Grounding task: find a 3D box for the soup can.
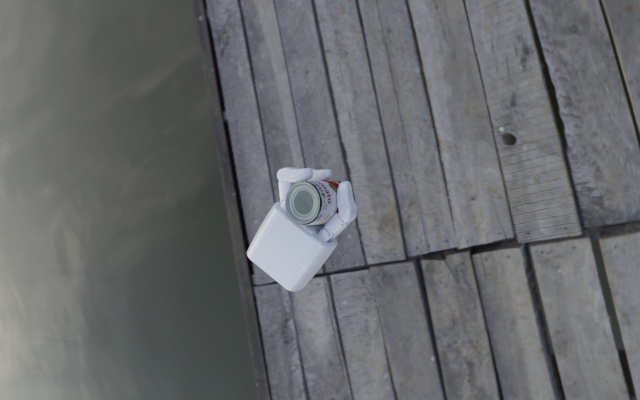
[{"bbox_3d":[0.000,0.002,0.748,0.068,0.068,0.102,0,1,33],"label":"soup can"}]
